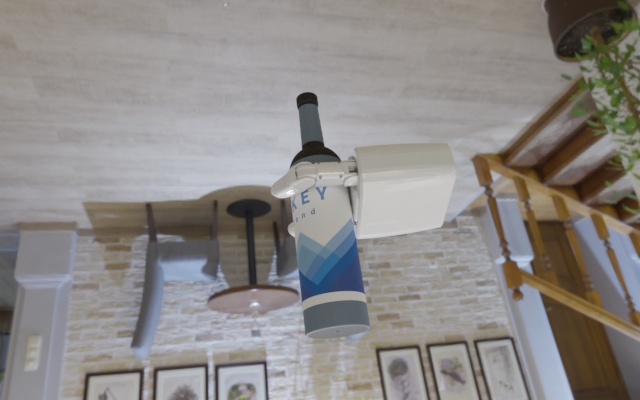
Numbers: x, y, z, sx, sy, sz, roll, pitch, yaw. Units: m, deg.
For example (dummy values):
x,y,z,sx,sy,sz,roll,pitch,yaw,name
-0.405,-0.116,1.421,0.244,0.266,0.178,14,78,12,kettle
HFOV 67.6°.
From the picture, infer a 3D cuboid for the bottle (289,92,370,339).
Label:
x,y,z,sx,sy,sz,roll,pitch,yaw,name
0.000,0.002,0.546,0.069,0.295,0.069,-6,-25,-3,bottle
